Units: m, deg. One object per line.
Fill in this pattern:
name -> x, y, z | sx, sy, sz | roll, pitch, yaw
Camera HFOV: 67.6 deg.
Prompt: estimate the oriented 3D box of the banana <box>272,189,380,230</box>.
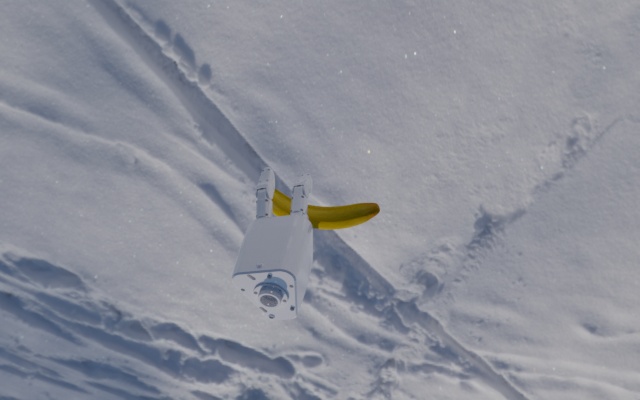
banana -> -0.006, 0.016, 0.772 | 0.198, 0.070, 0.037 | 13, 39, 2
